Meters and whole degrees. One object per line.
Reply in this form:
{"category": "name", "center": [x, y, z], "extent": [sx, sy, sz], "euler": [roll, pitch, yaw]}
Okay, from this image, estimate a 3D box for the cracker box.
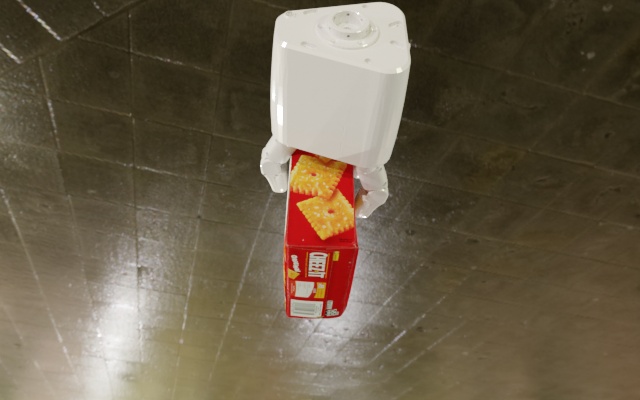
{"category": "cracker box", "center": [0.000, 0.002, 0.535], "extent": [0.072, 0.213, 0.164], "euler": [3, -36, -1]}
